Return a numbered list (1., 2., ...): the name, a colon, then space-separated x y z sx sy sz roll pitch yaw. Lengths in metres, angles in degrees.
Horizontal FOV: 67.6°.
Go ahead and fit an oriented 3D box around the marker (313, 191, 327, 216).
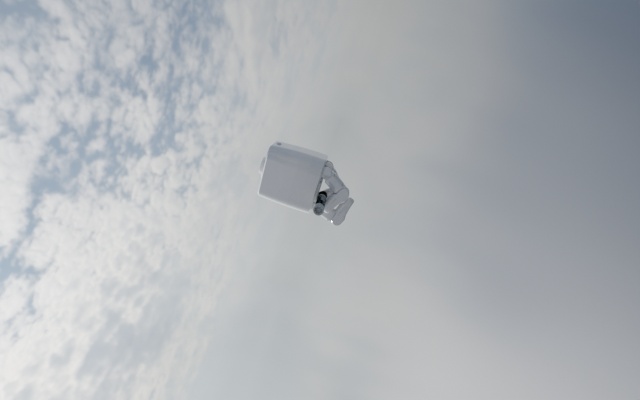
1. marker: 0.000 0.003 0.857 0.020 0.020 0.121 0 13 4
